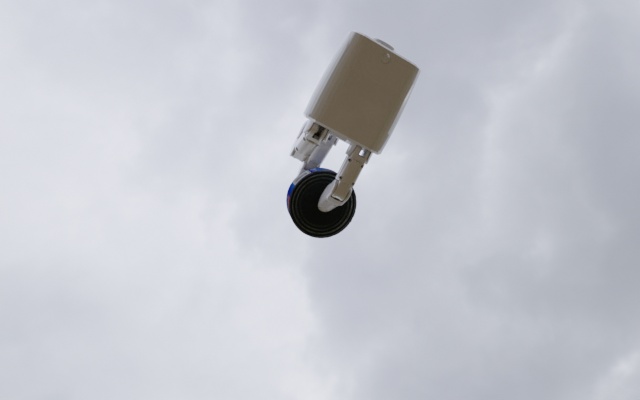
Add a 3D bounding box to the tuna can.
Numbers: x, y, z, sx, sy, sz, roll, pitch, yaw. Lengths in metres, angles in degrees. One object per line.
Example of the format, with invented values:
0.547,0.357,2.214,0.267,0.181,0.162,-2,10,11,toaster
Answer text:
0.000,0.002,0.603,0.086,0.086,0.033,0,12,-12,tuna can
